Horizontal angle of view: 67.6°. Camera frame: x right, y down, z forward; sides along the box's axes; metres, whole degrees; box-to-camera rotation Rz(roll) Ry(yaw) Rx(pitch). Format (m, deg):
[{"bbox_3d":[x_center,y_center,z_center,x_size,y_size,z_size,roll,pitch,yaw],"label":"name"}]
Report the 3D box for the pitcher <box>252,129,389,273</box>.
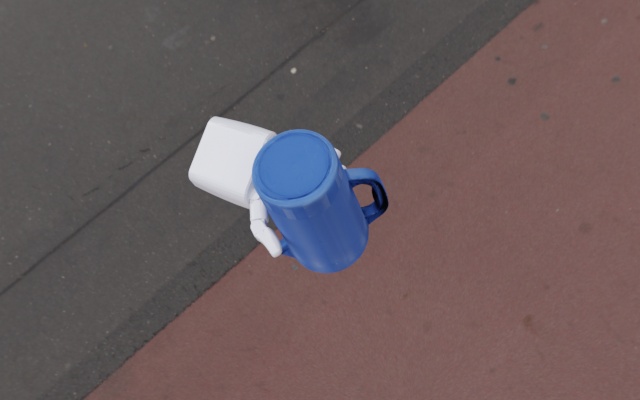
[{"bbox_3d":[0.000,0.002,0.672,0.145,0.149,0.243,22,-18,20],"label":"pitcher"}]
